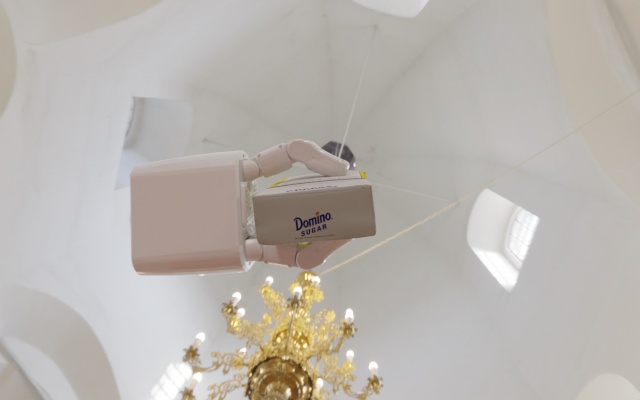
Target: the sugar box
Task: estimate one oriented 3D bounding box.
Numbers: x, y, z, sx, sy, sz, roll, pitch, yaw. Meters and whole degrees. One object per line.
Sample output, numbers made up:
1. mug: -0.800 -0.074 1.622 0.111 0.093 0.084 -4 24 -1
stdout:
1. sugar box: 0.000 0.002 0.441 0.093 0.048 0.176 -5 9 5
